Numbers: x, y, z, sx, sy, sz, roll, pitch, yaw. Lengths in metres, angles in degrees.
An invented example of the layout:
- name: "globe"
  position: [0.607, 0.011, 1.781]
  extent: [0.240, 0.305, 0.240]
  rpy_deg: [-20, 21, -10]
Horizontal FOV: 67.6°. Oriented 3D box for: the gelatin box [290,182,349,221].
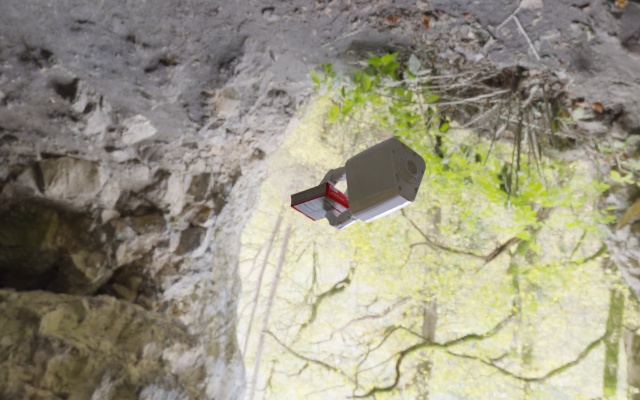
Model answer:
- name: "gelatin box"
  position: [0.000, 0.003, 0.891]
  extent: [0.089, 0.030, 0.073]
  rpy_deg: [-19, -35, 33]
